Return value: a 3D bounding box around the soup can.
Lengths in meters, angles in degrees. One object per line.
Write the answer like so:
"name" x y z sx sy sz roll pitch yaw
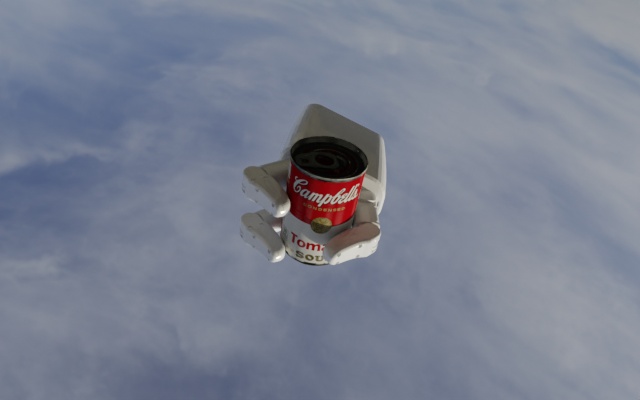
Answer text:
"soup can" 0.000 0.002 0.439 0.068 0.102 0.068 7 38 -5
